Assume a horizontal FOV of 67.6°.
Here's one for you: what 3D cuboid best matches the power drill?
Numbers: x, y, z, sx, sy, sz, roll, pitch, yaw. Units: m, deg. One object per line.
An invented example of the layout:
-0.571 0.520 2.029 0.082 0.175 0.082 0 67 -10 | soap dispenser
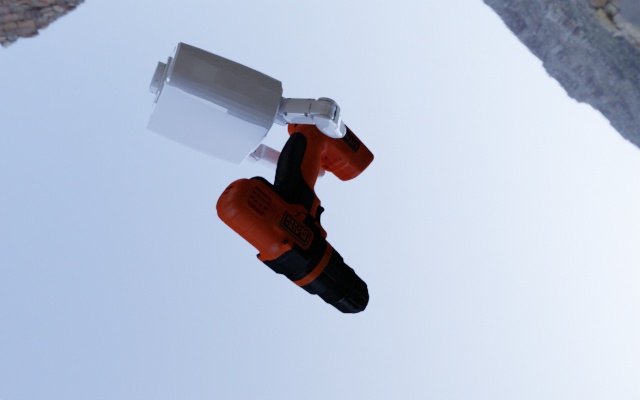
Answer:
0.000 0.001 0.495 0.057 0.187 0.184 -26 -60 39 | power drill
